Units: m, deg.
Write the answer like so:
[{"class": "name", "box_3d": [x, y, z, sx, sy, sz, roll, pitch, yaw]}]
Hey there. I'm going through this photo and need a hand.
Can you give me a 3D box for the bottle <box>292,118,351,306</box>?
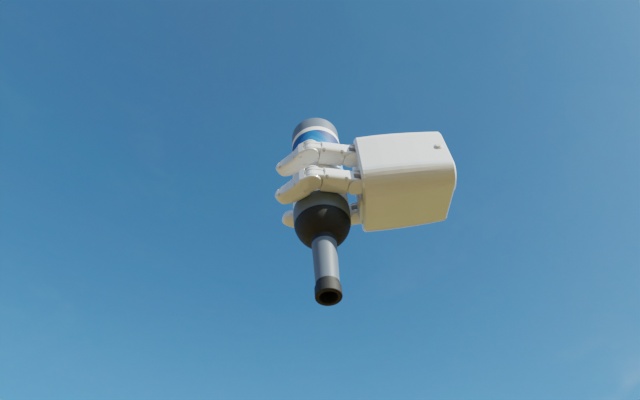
[{"class": "bottle", "box_3d": [0.000, 0.002, 0.579, 0.069, 0.069, 0.295, 0, 39, -4]}]
